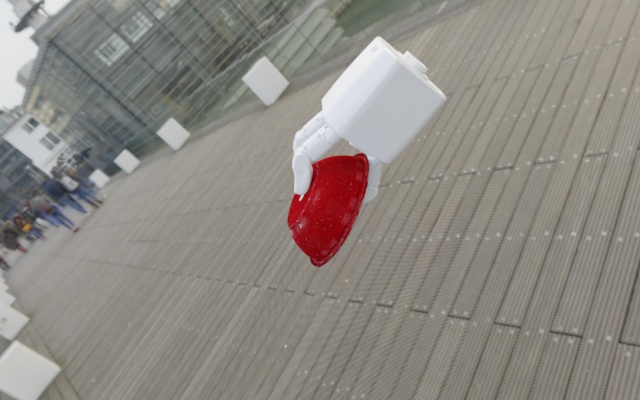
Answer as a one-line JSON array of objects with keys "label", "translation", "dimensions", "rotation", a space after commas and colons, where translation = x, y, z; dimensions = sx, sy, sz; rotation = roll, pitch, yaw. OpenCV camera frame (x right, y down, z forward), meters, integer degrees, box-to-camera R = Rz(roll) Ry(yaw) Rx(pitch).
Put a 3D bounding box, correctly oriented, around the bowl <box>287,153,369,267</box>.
[{"label": "bowl", "translation": [-0.001, 0.003, 0.624], "dimensions": [0.055, 0.162, 0.162], "rotation": [23, -6, -15]}]
